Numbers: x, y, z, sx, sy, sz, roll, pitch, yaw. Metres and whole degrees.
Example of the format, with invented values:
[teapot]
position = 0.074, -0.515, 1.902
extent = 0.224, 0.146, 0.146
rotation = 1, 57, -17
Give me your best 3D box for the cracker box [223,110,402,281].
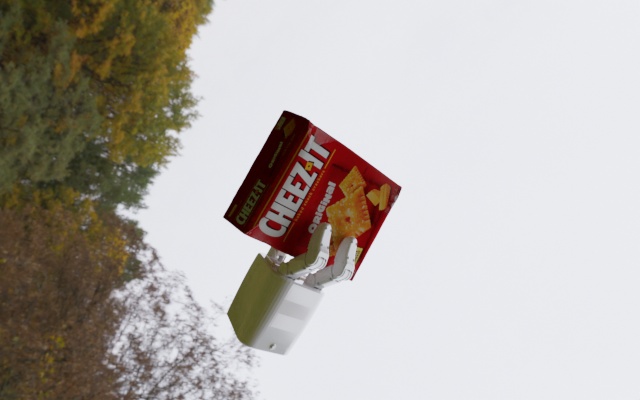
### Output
[cracker box]
position = 0.000, 0.002, 0.663
extent = 0.214, 0.164, 0.072
rotation = 30, -1, -41
